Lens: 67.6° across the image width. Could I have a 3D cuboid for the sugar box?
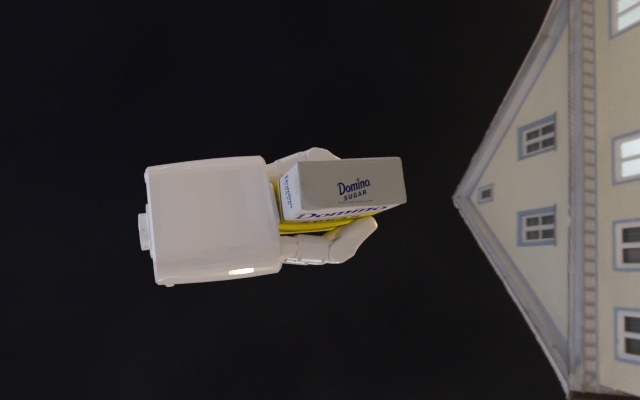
[{"bbox_3d":[0.000,0.002,0.460,0.093,0.048,0.176,-4,-7,-18],"label":"sugar box"}]
